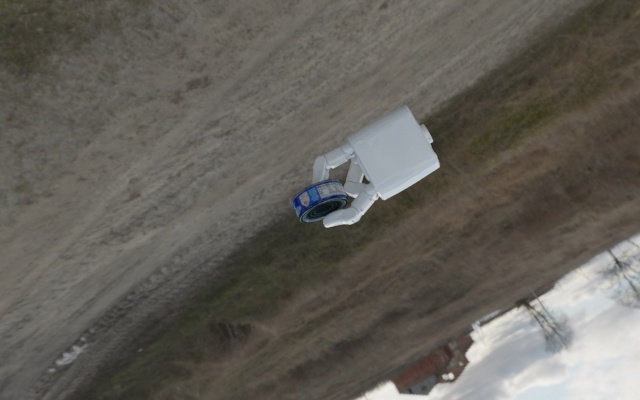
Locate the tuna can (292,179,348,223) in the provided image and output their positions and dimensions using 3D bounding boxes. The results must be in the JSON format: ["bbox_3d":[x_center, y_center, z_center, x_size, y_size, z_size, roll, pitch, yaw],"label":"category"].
[{"bbox_3d":[0.000,0.003,0.756,0.086,0.033,0.086,-20,-20,-8],"label":"tuna can"}]
